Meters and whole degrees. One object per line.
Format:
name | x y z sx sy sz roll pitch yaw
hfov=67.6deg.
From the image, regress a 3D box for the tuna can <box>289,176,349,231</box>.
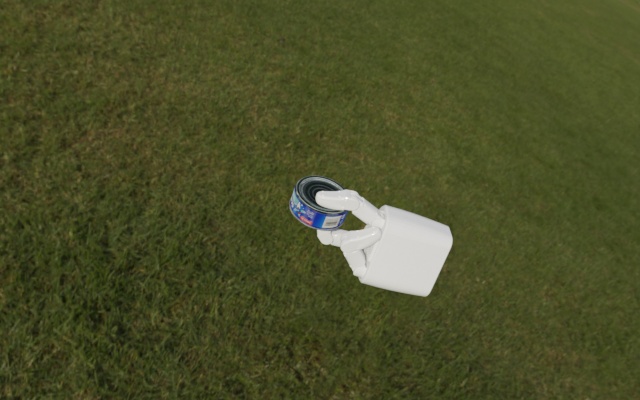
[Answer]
tuna can | 0.000 0.002 0.691 0.086 0.034 0.086 13 38 -10
